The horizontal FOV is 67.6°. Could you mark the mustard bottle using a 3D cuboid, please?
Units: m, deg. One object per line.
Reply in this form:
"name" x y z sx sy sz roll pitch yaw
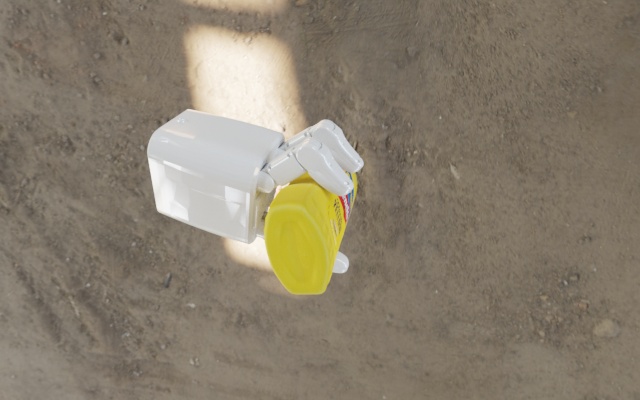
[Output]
"mustard bottle" 0.000 0.002 0.485 0.058 0.096 0.191 -5 26 17
